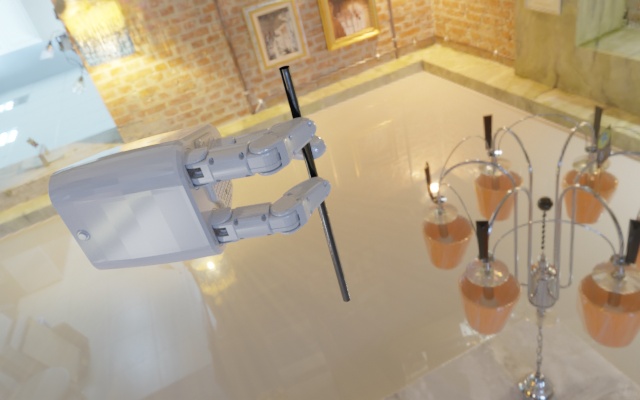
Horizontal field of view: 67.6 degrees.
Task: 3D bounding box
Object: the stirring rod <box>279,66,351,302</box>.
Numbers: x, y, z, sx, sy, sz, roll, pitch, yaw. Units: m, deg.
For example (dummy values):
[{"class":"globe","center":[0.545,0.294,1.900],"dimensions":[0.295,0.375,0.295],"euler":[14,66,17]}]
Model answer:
[{"class":"stirring rod","center":[0.000,0.001,0.410],"dimensions":[0.011,0.240,0.011],"euler":[-10,34,7]}]
